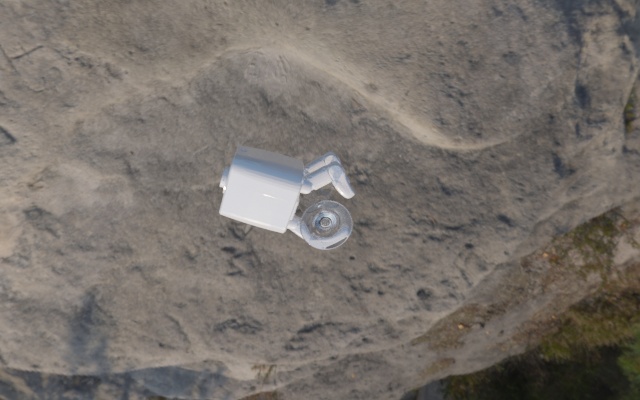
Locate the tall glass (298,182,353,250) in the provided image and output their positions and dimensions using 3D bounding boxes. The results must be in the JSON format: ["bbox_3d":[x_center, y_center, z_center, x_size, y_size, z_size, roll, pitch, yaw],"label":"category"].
[{"bbox_3d":[0.000,0.003,0.756,0.079,0.079,0.201,0,19,-4],"label":"tall glass"}]
